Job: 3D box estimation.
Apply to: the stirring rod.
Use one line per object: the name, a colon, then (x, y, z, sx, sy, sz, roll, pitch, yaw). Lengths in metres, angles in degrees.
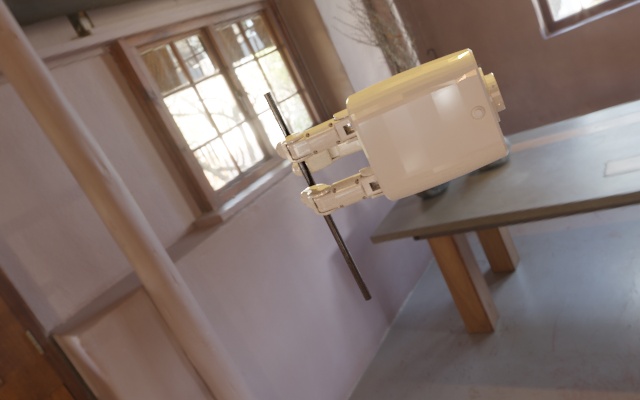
stirring rod: (0.000, 0.002, 0.485, 0.011, 0.239, 0.011, -25, 15, 7)
